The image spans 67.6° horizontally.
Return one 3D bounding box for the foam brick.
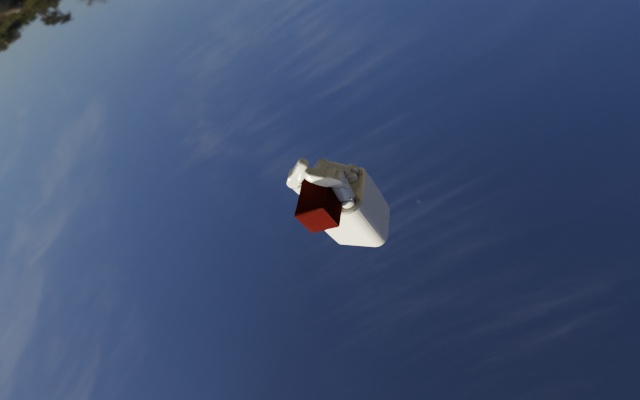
[{"bbox_3d":[0.000,0.003,0.738,0.053,0.078,0.051,-14,-45,28],"label":"foam brick"}]
